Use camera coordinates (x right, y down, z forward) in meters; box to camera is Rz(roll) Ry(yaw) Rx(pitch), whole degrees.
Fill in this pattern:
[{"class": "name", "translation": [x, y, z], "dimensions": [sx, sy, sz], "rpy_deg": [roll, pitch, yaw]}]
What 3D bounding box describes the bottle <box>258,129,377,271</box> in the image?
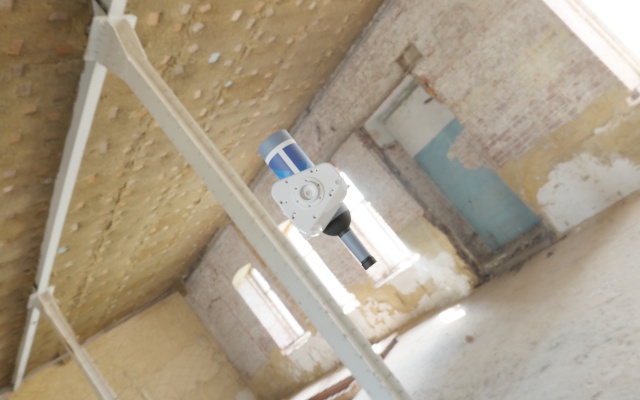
[{"class": "bottle", "translation": [0.000, 0.003, 0.869], "dimensions": [0.069, 0.295, 0.069], "rpy_deg": [-38, -9, -7]}]
